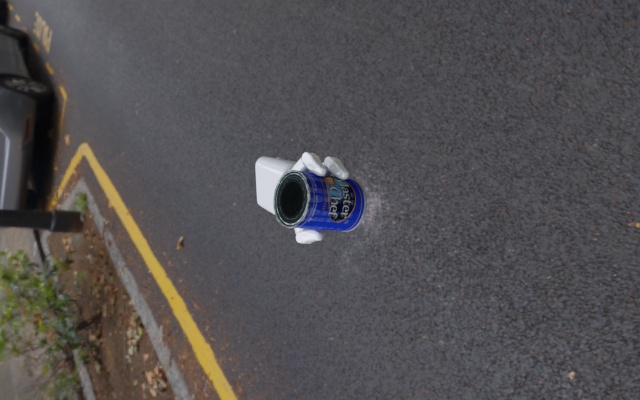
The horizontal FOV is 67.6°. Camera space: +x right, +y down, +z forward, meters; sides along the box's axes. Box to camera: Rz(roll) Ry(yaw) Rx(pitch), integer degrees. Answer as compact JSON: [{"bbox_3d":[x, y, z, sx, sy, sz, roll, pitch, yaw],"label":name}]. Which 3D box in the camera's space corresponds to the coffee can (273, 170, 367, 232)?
[{"bbox_3d":[0.000,0.003,0.872,0.140,0.103,0.103,6,-4,-41],"label":"coffee can"}]
